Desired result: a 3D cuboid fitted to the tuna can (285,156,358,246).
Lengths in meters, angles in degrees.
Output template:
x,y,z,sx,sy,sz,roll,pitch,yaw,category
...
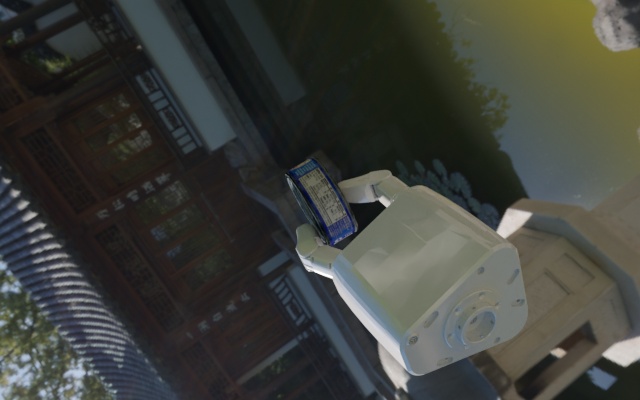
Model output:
x,y,z,sx,sy,sz,roll,pitch,yaw,category
0.000,0.002,0.468,0.034,0.086,0.086,-30,4,-7,tuna can
